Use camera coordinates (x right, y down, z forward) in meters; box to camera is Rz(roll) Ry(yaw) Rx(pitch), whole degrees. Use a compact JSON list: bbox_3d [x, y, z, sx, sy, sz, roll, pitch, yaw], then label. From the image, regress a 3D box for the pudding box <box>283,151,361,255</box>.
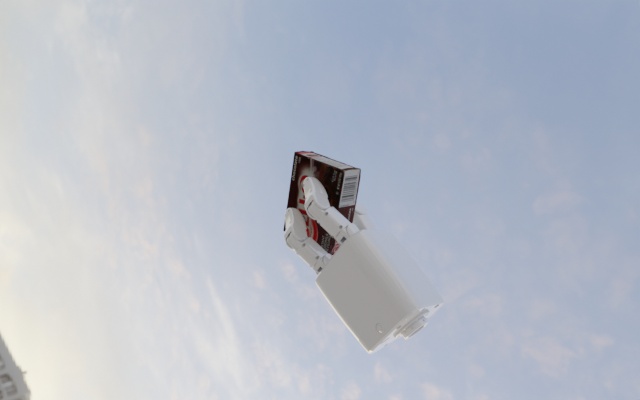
[{"bbox_3d":[0.000,0.002,0.607,0.090,0.113,0.039,24,20,40],"label":"pudding box"}]
